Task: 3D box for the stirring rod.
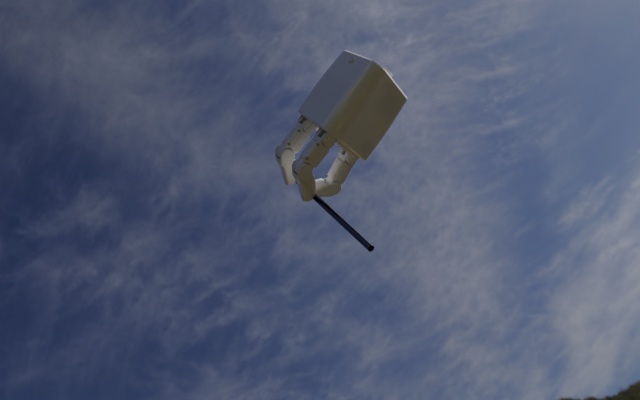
[{"bbox_3d":[0.000,0.002,0.628,0.011,0.011,0.239,0,26,-32],"label":"stirring rod"}]
